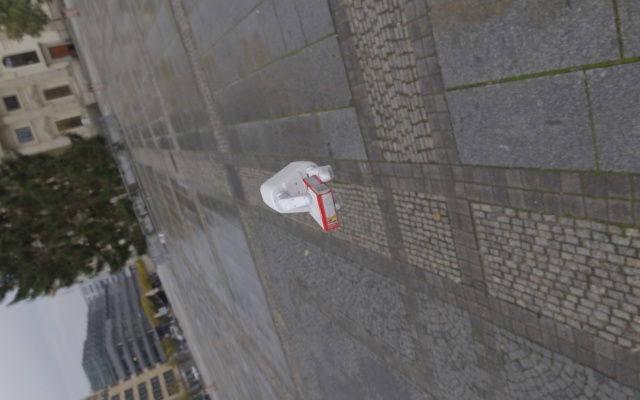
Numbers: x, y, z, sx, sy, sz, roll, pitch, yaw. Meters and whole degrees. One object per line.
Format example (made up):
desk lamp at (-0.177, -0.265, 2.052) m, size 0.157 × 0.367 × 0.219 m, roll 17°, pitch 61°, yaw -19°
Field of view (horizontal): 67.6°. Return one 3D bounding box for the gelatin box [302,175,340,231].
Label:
gelatin box at (0.000, 0.003, 0.846) m, size 0.030 × 0.073 × 0.089 m, roll -19°, pitch 26°, yaw -13°
